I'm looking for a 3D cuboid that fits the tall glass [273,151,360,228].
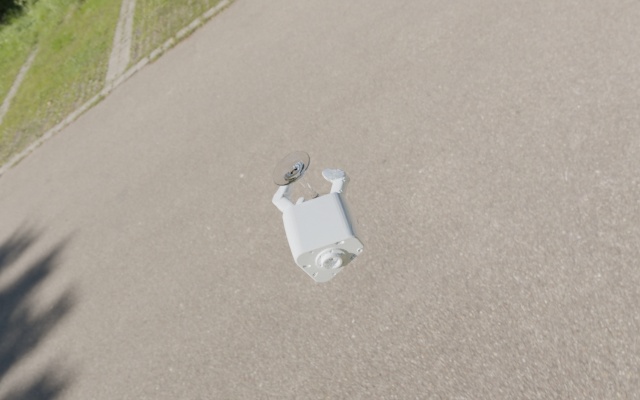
[{"bbox_3d":[0.000,0.002,0.868,0.079,0.079,0.201,0,-35,38],"label":"tall glass"}]
